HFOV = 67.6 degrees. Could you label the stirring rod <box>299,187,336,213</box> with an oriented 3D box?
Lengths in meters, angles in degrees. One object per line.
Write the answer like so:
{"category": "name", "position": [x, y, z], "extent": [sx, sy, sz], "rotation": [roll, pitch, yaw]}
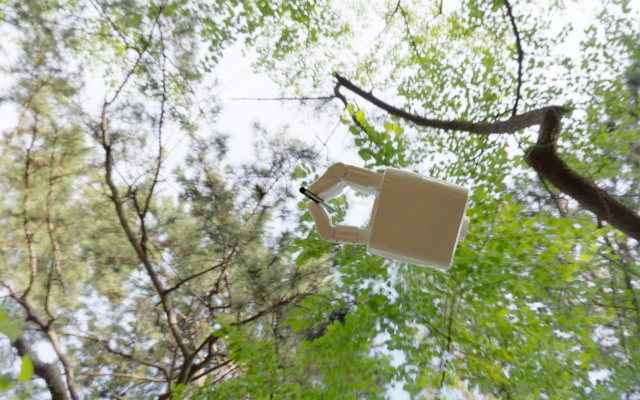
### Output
{"category": "stirring rod", "position": [0.000, 0.002, 0.648], "extent": [0.011, 0.011, 0.239], "rotation": [0, -6, 10]}
